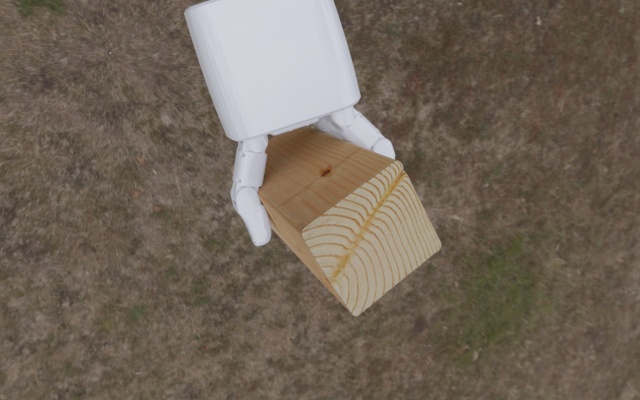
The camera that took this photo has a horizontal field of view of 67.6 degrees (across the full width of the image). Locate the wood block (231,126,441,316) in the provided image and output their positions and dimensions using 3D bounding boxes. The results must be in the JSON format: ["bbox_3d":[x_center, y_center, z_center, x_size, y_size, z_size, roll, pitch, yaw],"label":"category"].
[{"bbox_3d":[0.000,0.001,0.436,0.091,0.090,0.206,-36,27,-10],"label":"wood block"}]
